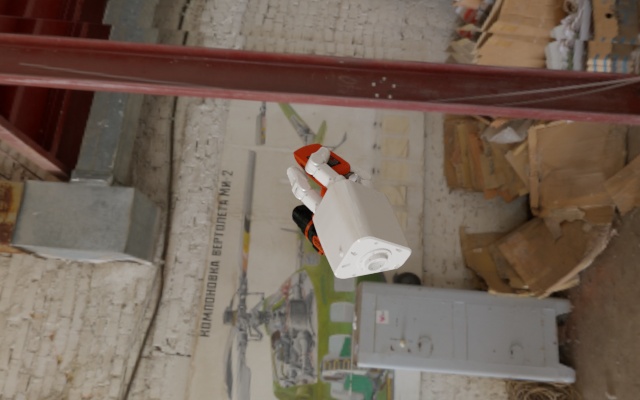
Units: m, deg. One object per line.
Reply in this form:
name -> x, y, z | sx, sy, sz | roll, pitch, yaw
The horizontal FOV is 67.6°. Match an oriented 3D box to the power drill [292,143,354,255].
power drill -> 0.000, 0.002, 0.807 | 0.057, 0.188, 0.184 | -25, 39, -25
